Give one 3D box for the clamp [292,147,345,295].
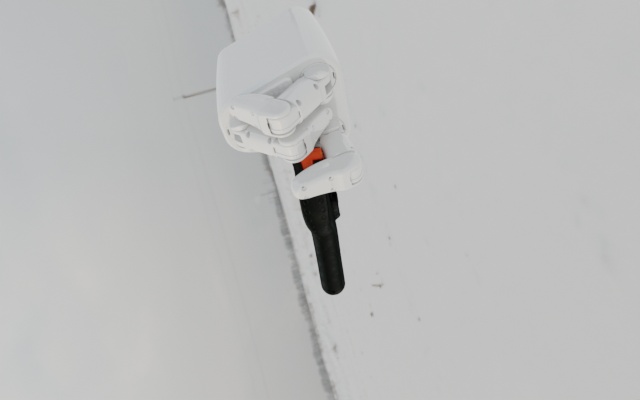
[{"bbox_3d":[-0.001,0.002,0.474,0.039,0.120,0.172,-10,-44,-1],"label":"clamp"}]
